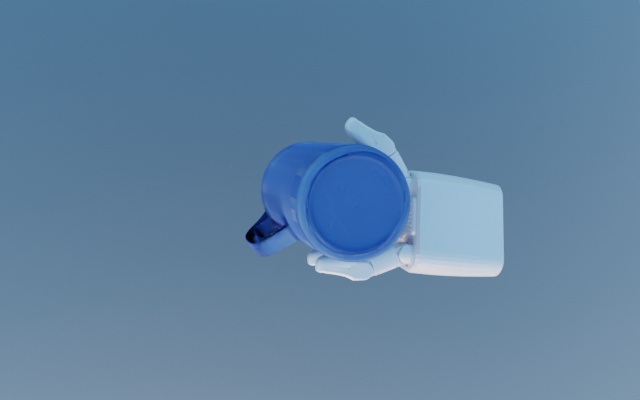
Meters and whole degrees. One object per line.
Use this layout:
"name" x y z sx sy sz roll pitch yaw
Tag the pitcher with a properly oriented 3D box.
"pitcher" 0.000 0.002 0.537 0.145 0.149 0.243 9 2 -12
